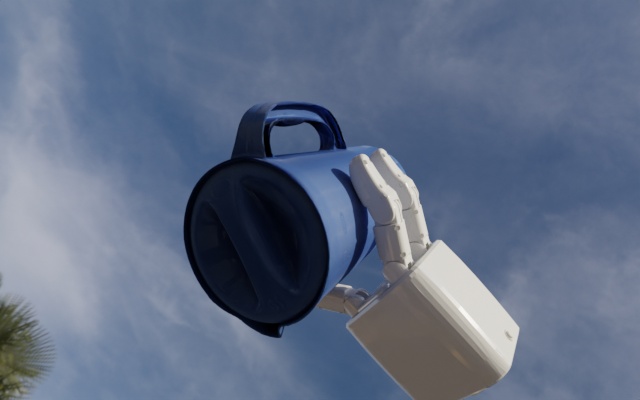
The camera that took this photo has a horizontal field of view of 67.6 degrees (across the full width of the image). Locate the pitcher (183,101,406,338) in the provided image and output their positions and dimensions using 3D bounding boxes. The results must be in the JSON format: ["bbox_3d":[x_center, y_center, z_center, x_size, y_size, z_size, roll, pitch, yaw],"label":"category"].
[{"bbox_3d":[0.000,0.002,0.453,0.149,0.145,0.243,-50,-13,27],"label":"pitcher"}]
